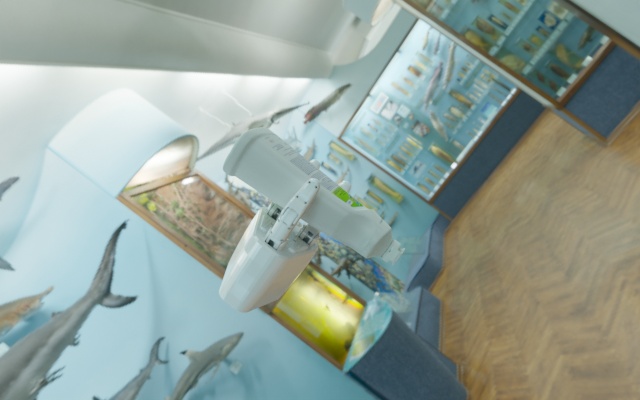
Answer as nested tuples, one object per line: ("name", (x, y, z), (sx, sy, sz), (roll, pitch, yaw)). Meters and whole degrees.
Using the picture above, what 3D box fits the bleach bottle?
("bleach bottle", (0.000, 0.002, 0.627), (0.251, 0.068, 0.102), (36, 20, 4))
